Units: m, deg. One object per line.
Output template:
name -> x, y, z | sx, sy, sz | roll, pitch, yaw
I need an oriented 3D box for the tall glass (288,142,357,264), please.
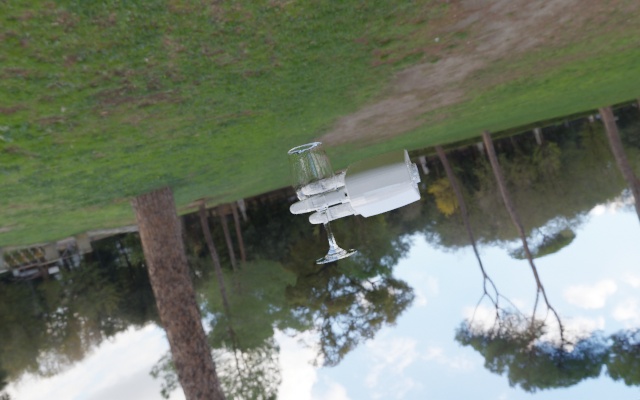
tall glass -> 0.000, 0.003, 0.832 | 0.079, 0.201, 0.079 | -17, 0, 0
